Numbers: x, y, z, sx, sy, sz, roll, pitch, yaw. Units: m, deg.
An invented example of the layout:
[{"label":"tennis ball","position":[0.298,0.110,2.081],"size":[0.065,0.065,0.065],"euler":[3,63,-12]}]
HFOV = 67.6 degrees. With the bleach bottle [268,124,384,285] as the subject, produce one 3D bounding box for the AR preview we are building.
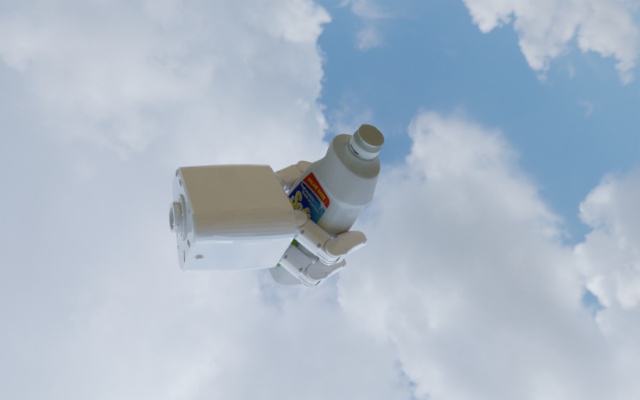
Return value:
[{"label":"bleach bottle","position":[0.000,0.002,0.553],"size":[0.068,0.102,0.251],"euler":[-2,-34,-28]}]
